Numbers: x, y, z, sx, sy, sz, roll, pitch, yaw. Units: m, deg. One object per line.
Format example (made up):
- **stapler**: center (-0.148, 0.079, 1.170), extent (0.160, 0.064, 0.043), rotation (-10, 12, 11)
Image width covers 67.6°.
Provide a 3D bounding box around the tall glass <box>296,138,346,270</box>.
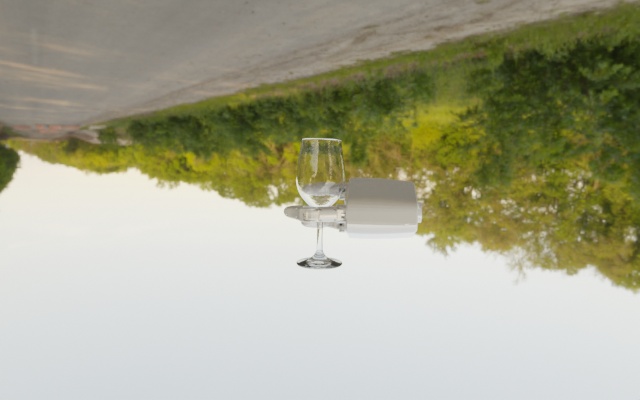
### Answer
- **tall glass**: center (0.000, 0.003, 0.756), extent (0.079, 0.201, 0.079), rotation (1, 7, 0)
